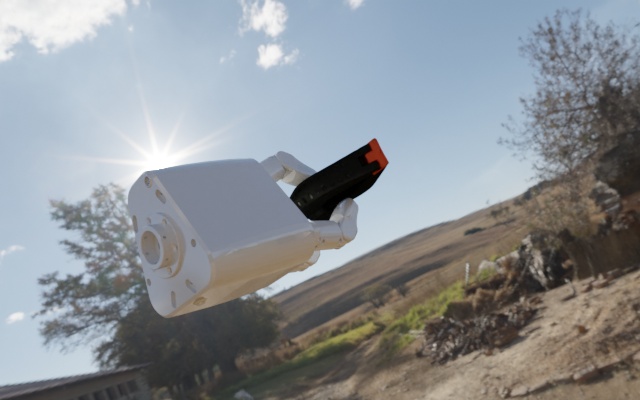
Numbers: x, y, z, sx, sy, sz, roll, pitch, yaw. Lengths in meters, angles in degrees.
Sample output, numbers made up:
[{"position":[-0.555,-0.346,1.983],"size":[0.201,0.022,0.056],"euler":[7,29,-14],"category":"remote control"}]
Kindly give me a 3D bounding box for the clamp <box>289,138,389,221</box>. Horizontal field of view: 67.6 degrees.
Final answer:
[{"position":[0.000,0.001,0.509],"size":[0.210,0.036,0.164],"euler":[-36,-15,37],"category":"clamp"}]
